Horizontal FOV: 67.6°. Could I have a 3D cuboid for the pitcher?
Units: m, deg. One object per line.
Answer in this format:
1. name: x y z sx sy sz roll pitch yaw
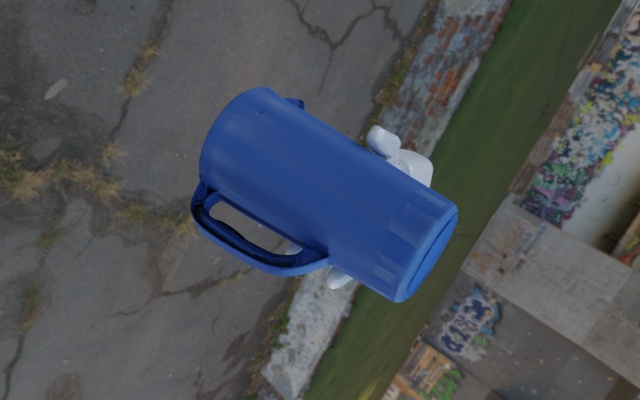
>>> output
1. pitcher: 0.000 0.001 0.478 0.242 0.149 0.145 32 18 21
